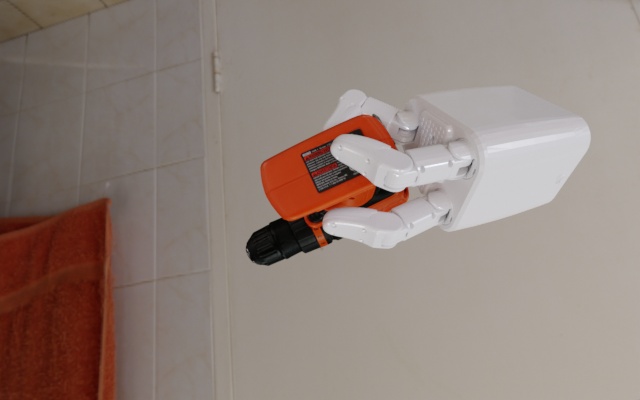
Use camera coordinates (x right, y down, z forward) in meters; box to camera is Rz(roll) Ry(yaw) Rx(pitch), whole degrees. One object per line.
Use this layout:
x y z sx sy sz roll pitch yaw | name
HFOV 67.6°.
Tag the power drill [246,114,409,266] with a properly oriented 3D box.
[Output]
0.000 0.001 0.443 0.184 0.057 0.188 -27 -13 -2 | power drill
